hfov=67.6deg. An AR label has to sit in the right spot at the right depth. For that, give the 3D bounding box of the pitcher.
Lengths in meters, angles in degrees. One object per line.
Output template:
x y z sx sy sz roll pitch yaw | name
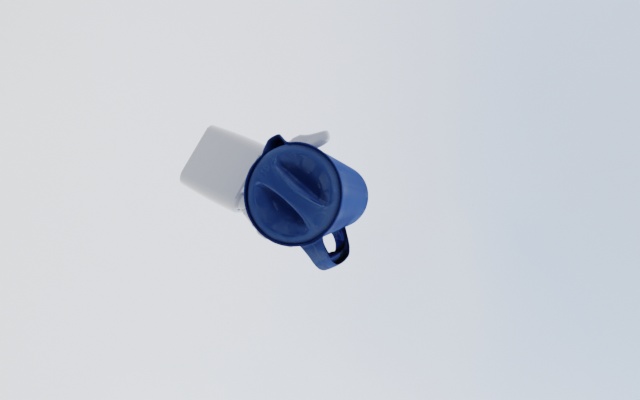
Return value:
0.000 0.002 0.708 0.145 0.149 0.243 22 6 16 | pitcher
